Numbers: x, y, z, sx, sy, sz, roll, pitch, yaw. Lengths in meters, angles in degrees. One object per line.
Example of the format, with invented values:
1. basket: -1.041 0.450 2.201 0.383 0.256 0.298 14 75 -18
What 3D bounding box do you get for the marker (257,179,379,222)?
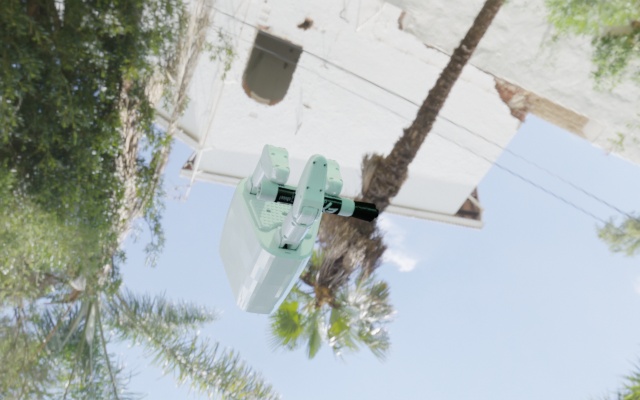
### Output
1. marker: 0.000 0.001 0.454 0.121 0.020 0.020 12 -4 -19
